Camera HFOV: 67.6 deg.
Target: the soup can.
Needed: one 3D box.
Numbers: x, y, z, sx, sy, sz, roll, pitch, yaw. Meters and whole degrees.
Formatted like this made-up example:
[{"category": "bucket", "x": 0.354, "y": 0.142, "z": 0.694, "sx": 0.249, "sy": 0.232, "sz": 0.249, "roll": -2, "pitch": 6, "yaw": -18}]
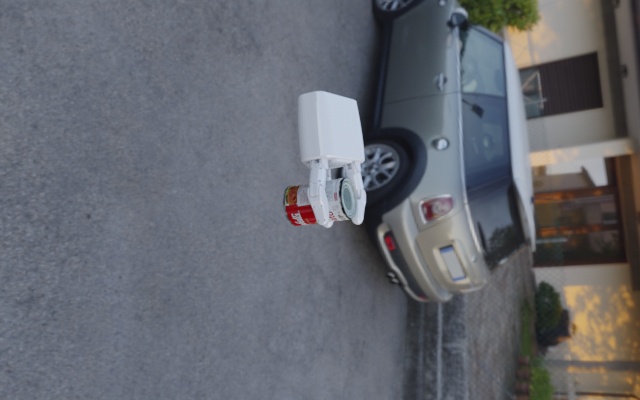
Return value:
[{"category": "soup can", "x": 0.000, "y": 0.003, "z": 0.768, "sx": 0.102, "sy": 0.068, "sz": 0.068, "roll": -8, "pitch": -3, "yaw": 24}]
